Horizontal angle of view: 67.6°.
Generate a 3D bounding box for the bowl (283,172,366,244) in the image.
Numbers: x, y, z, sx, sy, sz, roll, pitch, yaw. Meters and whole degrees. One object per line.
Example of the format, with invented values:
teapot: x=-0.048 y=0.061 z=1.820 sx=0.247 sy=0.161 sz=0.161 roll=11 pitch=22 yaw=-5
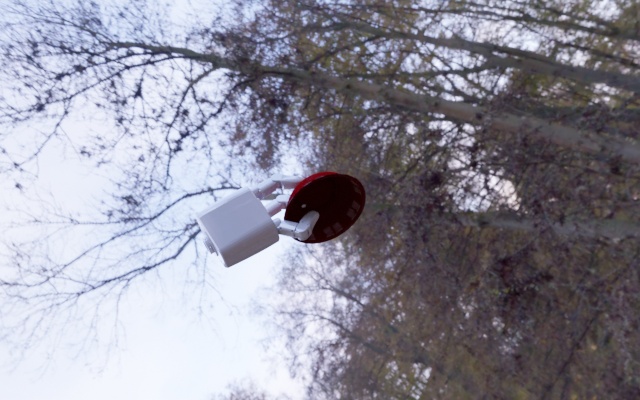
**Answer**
bowl: x=0.001 y=0.002 z=0.880 sx=0.162 sy=0.162 sz=0.055 roll=0 pitch=37 yaw=-29
